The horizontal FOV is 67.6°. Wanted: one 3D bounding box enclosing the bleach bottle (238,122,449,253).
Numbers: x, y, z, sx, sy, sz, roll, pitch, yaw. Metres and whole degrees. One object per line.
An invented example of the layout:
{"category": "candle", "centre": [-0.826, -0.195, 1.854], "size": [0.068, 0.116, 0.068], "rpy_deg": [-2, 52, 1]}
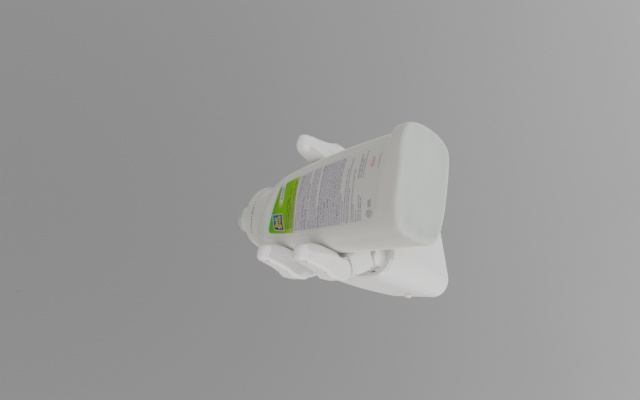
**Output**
{"category": "bleach bottle", "centre": [0.000, 0.002, 0.472], "size": [0.068, 0.102, 0.251], "rpy_deg": [24, -22, -37]}
